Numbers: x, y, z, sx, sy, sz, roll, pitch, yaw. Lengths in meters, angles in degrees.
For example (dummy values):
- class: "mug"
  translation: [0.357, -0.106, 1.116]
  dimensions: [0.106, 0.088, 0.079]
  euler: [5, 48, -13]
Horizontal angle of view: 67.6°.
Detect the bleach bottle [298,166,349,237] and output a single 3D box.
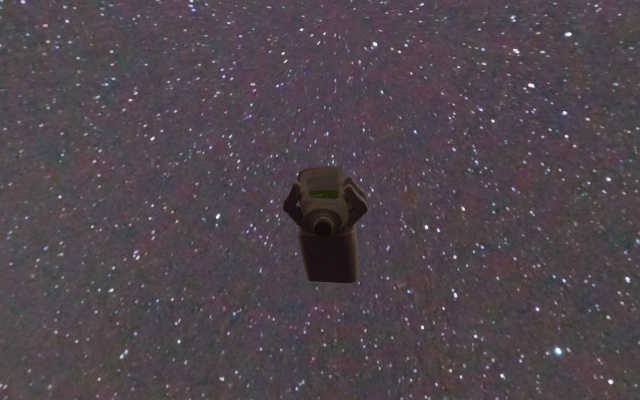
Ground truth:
- class: "bleach bottle"
  translation: [0.000, 0.003, 0.880]
  dimensions: [0.102, 0.068, 0.250]
  euler: [-6, 20, 5]
